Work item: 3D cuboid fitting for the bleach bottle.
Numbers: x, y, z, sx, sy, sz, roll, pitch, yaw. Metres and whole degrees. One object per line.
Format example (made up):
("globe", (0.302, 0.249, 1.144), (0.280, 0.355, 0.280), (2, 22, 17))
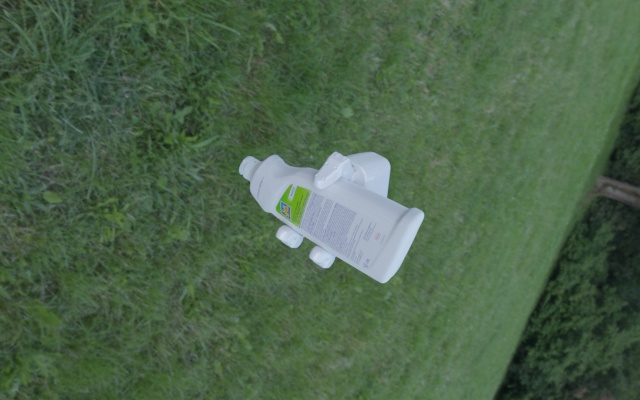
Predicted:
("bleach bottle", (0.000, 0.002, 0.624), (0.251, 0.103, 0.068), (30, 25, 20))
